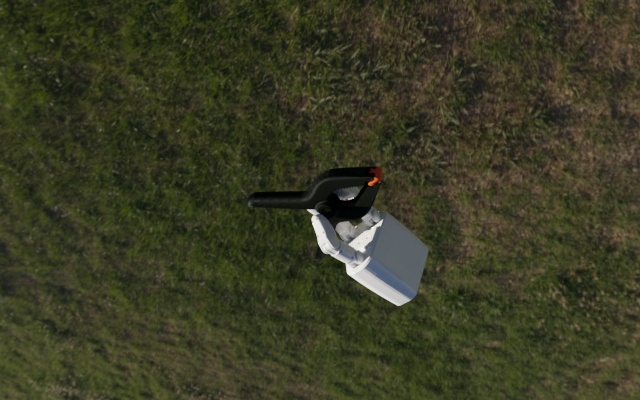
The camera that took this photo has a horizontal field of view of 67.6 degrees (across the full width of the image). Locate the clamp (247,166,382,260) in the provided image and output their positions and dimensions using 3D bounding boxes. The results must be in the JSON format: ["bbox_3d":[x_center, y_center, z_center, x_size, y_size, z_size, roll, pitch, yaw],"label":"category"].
[{"bbox_3d":[0.000,0.003,0.715,0.164,0.036,0.210,35,-50,-20],"label":"clamp"}]
